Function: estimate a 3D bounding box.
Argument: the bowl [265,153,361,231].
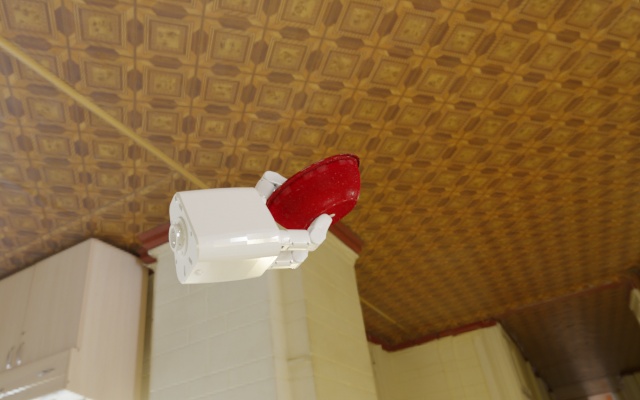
[{"bbox_3d":[0.001,0.002,0.690,0.162,0.055,0.162,-28,-17,-10],"label":"bowl"}]
